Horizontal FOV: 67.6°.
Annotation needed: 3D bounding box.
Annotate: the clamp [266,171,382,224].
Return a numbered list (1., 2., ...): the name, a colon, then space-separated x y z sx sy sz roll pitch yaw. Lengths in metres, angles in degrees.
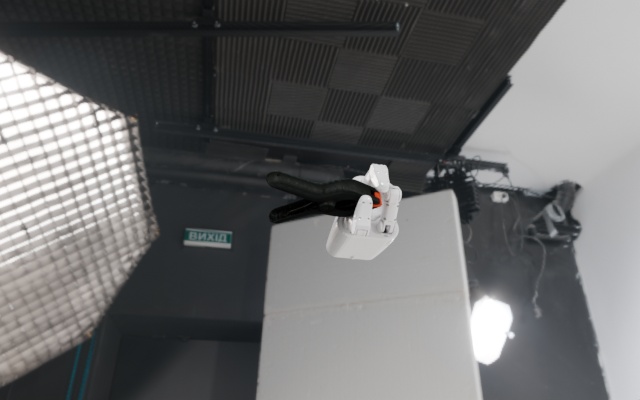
1. clamp: 0.000 0.002 0.700 0.171 0.039 0.120 6 -27 -11
